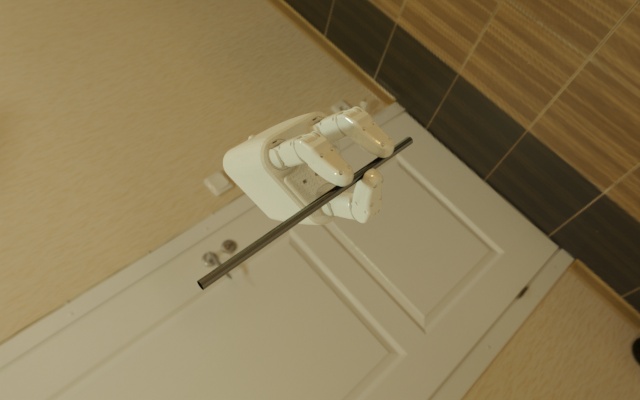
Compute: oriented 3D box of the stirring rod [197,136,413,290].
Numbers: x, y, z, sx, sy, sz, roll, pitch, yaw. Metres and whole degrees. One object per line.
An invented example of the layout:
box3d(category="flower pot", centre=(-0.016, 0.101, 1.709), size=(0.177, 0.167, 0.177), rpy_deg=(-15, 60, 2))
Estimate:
box3d(category="stirring rod", centre=(0.000, 0.001, 0.400), size=(0.239, 0.011, 0.011), rpy_deg=(-35, 19, -30))
